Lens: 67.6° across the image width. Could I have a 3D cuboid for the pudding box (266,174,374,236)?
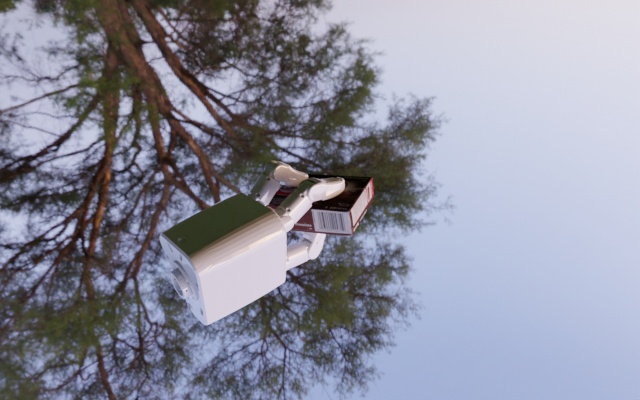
[{"bbox_3d":[0.000,0.002,0.590,0.113,0.039,0.090,6,32,22],"label":"pudding box"}]
